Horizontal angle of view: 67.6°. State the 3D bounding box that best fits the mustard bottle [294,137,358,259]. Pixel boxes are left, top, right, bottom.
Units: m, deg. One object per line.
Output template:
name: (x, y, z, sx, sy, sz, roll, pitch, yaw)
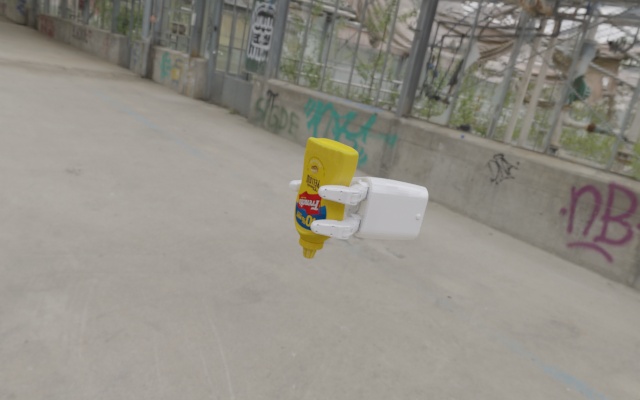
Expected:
mustard bottle: (0.000, 0.002, 0.759, 0.058, 0.192, 0.096, -2, 21, -41)
